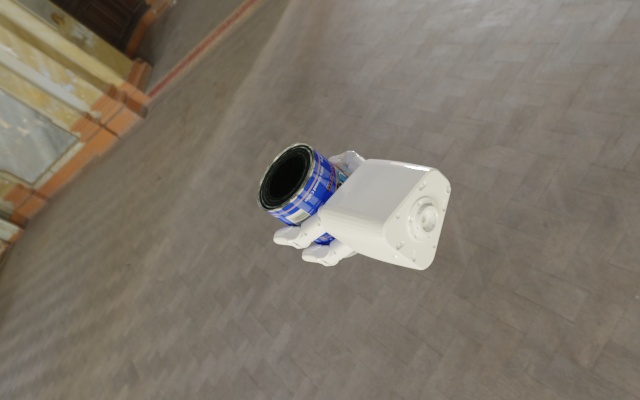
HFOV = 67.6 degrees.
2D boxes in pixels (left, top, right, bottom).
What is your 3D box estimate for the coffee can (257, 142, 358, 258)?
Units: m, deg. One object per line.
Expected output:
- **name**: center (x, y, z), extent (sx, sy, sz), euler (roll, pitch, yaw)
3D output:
- **coffee can**: center (0.000, 0.002, 0.645), extent (0.140, 0.102, 0.103), euler (36, -23, -35)
